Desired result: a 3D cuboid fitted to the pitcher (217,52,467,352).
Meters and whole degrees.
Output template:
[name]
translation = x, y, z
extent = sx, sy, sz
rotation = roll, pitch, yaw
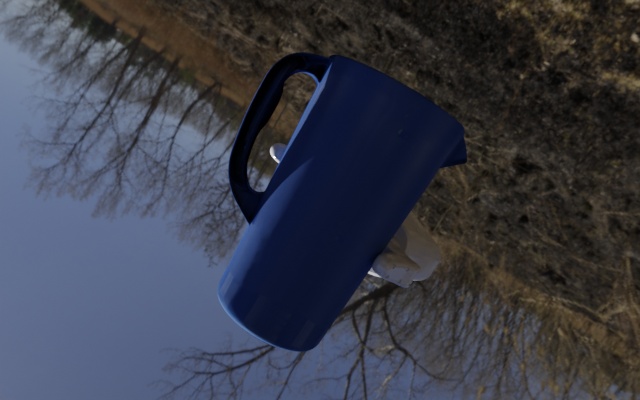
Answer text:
[pitcher]
translation = 0.000, 0.001, 0.426
extent = 0.149, 0.243, 0.145
rotation = 35, 9, 34
